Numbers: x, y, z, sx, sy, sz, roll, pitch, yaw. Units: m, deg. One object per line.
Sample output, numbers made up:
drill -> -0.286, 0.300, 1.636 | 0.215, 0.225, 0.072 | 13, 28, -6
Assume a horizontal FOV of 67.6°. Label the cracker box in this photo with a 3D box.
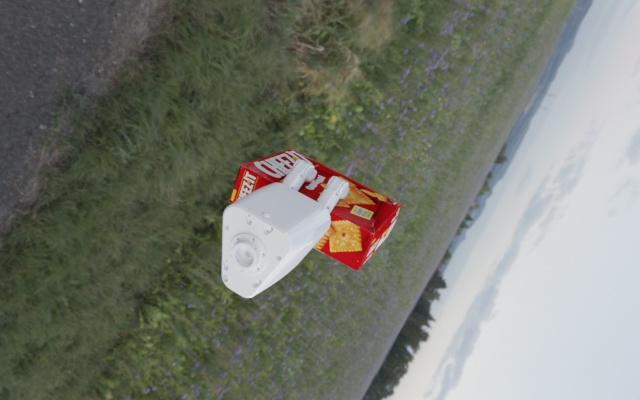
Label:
cracker box -> 0.000, 0.003, 0.718 | 0.213, 0.072, 0.164 | 28, 22, 15
